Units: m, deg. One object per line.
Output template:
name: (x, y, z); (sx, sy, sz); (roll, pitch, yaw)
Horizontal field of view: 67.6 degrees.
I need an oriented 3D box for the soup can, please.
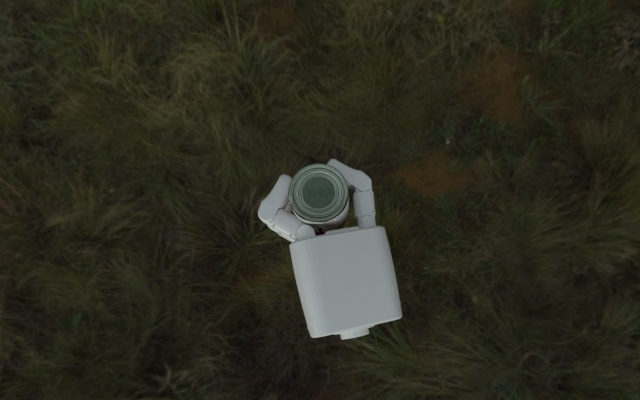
soup can: (0.000, 0.001, 0.562); (0.068, 0.068, 0.102); (0, -12, 3)
